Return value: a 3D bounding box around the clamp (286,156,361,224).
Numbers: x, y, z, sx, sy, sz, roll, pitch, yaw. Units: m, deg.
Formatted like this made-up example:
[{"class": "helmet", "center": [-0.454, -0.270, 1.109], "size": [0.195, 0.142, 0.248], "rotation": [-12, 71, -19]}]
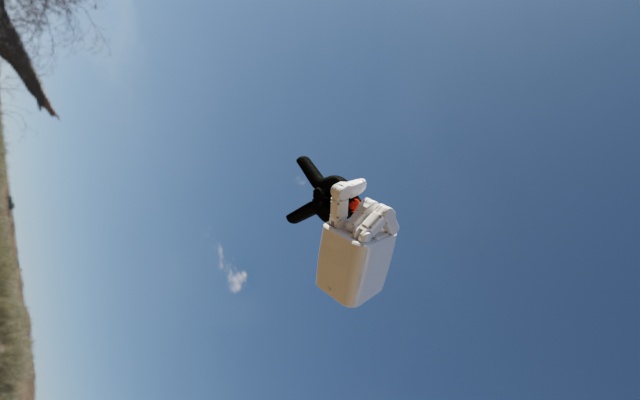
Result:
[{"class": "clamp", "center": [0.001, 0.003, 0.797], "size": [0.039, 0.120, 0.171], "rotation": [0, 19, -37]}]
